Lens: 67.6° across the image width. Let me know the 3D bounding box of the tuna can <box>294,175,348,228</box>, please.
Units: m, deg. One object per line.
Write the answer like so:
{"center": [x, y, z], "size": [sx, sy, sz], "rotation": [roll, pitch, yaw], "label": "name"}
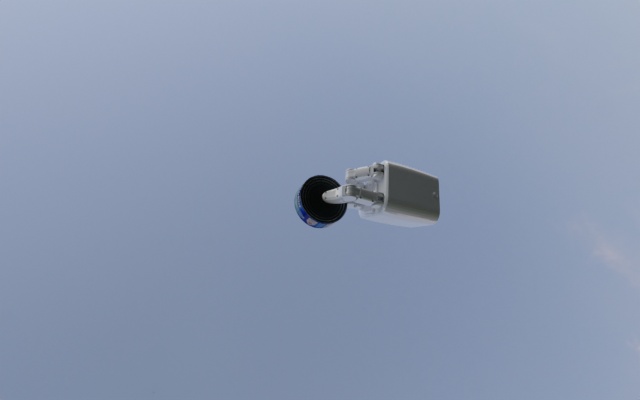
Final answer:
{"center": [0.000, 0.003, 0.804], "size": [0.086, 0.086, 0.034], "rotation": [0, -19, -25], "label": "tuna can"}
